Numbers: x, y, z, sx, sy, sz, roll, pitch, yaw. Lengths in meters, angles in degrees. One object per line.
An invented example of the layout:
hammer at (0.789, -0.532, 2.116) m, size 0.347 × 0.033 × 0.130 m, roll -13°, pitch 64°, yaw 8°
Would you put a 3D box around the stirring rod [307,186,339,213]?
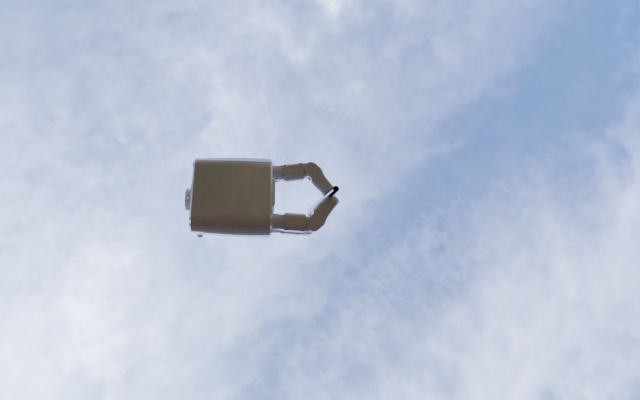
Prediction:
stirring rod at (0.000, 0.002, 0.723) m, size 0.011 × 0.011 × 0.239 m, roll 0°, pitch -8°, yaw -9°
